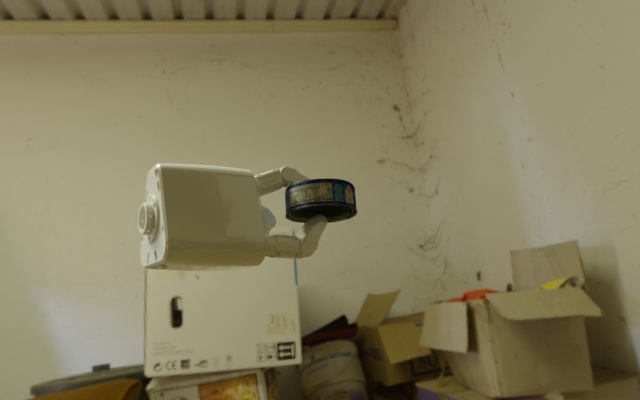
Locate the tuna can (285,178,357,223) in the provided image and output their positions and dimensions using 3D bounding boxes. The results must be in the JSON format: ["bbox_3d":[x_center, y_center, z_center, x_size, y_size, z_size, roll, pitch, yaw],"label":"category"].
[{"bbox_3d":[0.000,0.001,0.570,0.086,0.033,0.086,-3,-16,-1],"label":"tuna can"}]
